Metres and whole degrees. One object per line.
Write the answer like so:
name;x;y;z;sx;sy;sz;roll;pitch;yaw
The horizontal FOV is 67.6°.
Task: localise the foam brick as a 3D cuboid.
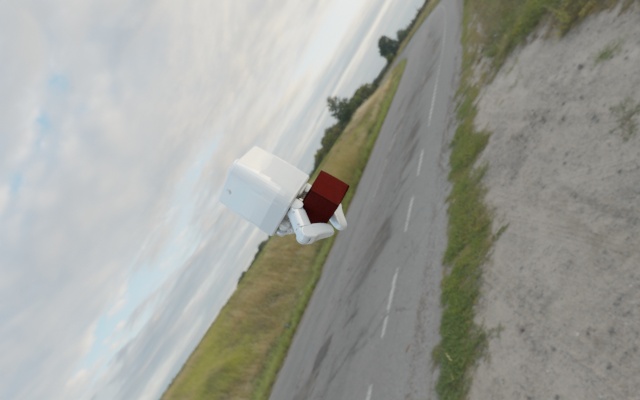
foam brick;0.000;0.002;0.746;0.051;0.053;0.078;32;-46;-2
